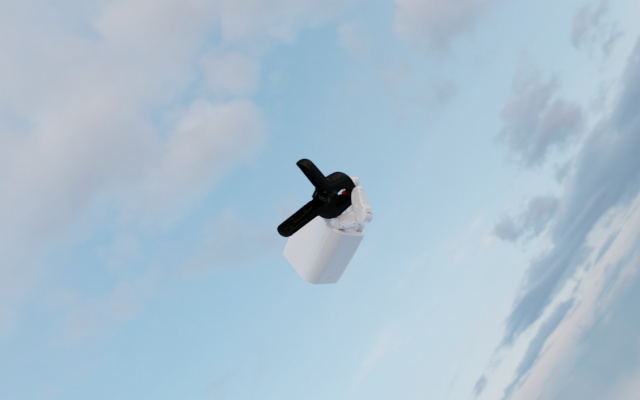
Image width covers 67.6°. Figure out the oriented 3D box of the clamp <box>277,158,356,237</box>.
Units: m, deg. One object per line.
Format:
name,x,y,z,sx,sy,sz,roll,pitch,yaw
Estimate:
clamp,0.000,0.002,0.740,0.039,0.120,0.171,36,16,34
